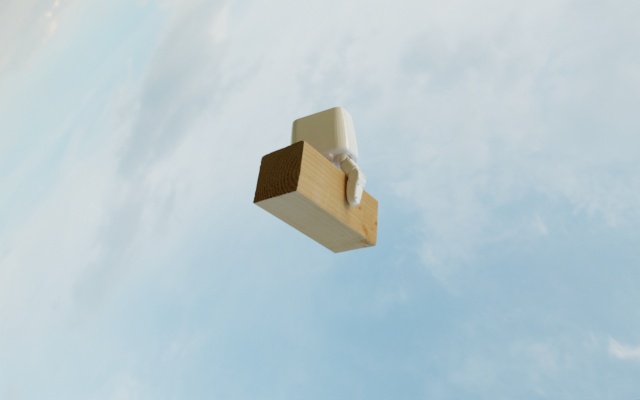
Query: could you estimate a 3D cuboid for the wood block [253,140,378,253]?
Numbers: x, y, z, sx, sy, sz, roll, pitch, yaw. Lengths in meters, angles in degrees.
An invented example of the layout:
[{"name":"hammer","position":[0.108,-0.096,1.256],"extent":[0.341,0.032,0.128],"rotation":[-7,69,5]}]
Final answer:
[{"name":"wood block","position":[0.000,0.002,0.775],"extent":[0.091,0.090,0.206],"rotation":[-16,-36,36]}]
